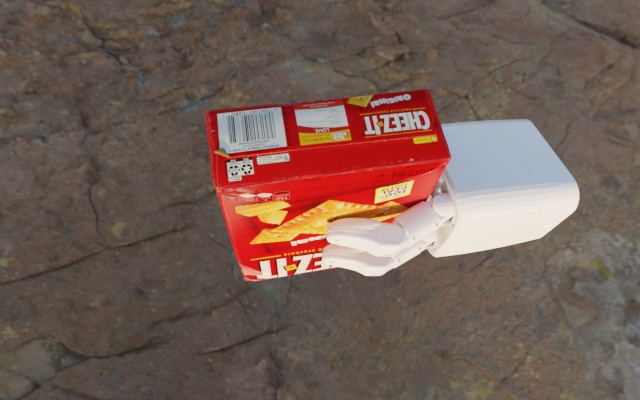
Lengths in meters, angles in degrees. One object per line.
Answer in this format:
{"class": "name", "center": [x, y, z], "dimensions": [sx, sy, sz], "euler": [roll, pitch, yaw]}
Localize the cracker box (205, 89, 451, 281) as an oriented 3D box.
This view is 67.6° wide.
{"class": "cracker box", "center": [0.000, 0.001, 0.419], "dimensions": [0.164, 0.072, 0.214], "euler": [-7, -25, -7]}
